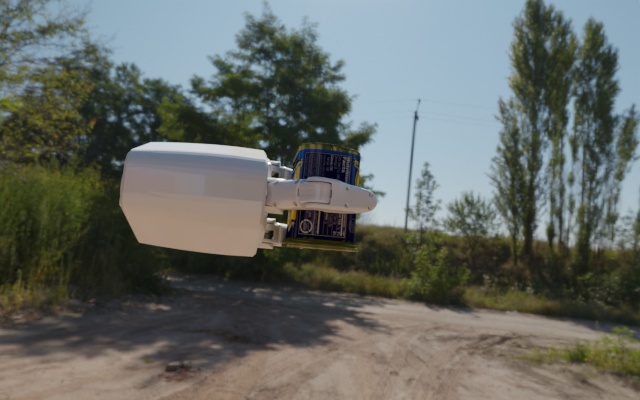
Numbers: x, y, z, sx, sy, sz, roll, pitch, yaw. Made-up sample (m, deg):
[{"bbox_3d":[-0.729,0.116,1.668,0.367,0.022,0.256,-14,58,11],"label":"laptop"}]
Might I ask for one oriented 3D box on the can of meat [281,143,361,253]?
[{"bbox_3d":[0.000,0.001,0.418,0.057,0.084,0.102,6,-6,-8],"label":"can of meat"}]
